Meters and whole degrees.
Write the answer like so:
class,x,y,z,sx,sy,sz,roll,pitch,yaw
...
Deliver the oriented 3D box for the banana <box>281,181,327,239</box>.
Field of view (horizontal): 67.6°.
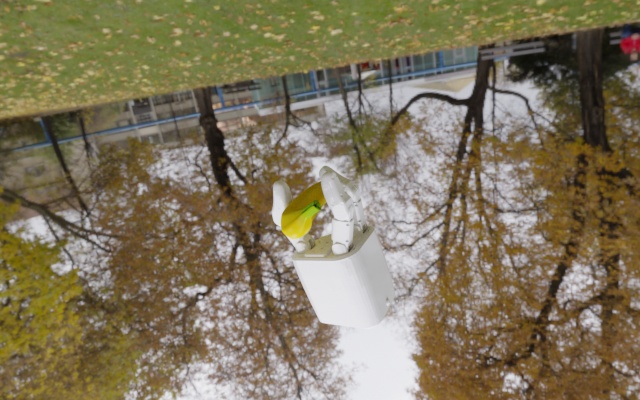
class,x,y,z,sx,sy,sz,roll,pitch,yaw
banana,-0.016,0.012,0.613,0.069,0.037,0.197,-30,8,10
